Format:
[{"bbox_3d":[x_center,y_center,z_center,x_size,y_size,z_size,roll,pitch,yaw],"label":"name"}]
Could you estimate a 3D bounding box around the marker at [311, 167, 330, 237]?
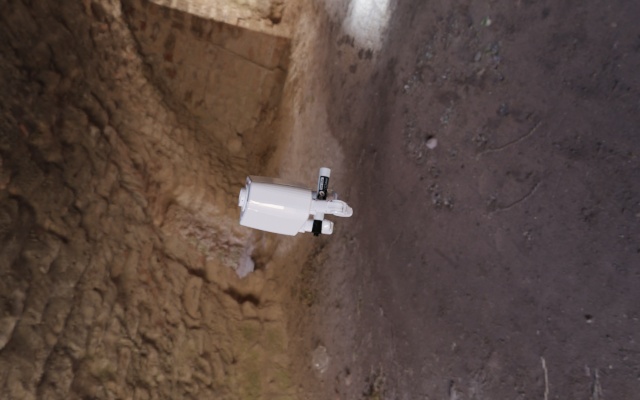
[{"bbox_3d":[0.000,0.003,0.833,0.020,0.121,0.020,8,-10,1],"label":"marker"}]
